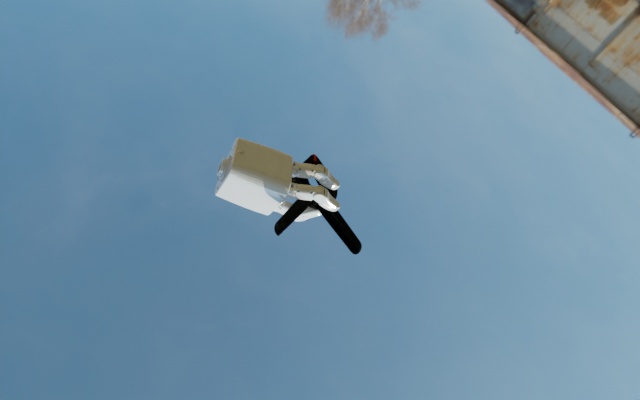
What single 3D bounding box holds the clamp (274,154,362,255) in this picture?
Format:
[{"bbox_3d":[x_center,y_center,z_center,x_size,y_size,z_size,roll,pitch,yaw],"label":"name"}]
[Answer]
[{"bbox_3d":[0.000,0.003,0.870,0.164,0.209,0.036,22,-47,-20],"label":"clamp"}]
